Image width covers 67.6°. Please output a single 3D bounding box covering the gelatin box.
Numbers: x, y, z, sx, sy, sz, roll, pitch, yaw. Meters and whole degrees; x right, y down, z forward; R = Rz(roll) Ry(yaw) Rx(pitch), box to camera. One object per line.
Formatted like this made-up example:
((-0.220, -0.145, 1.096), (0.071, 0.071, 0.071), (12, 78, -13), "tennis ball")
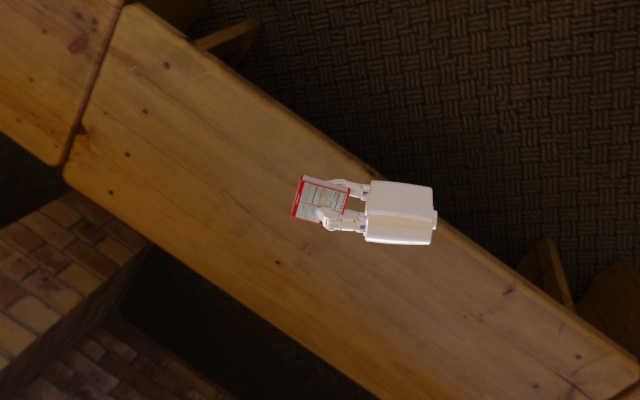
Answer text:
((0.000, 0.003, 0.832), (0.089, 0.073, 0.030), (15, 25, -3), "gelatin box")
